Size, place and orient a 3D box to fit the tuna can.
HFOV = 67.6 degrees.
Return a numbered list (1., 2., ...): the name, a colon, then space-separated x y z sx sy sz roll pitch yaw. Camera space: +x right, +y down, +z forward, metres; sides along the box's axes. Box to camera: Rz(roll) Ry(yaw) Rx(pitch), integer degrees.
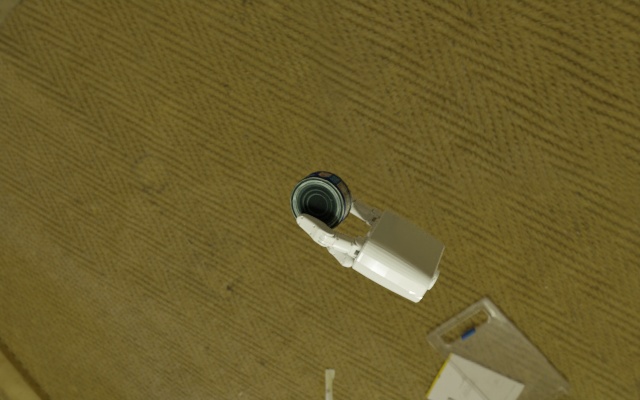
1. tuna can: 0.000 0.002 0.694 0.086 0.086 0.033 0 17 22
